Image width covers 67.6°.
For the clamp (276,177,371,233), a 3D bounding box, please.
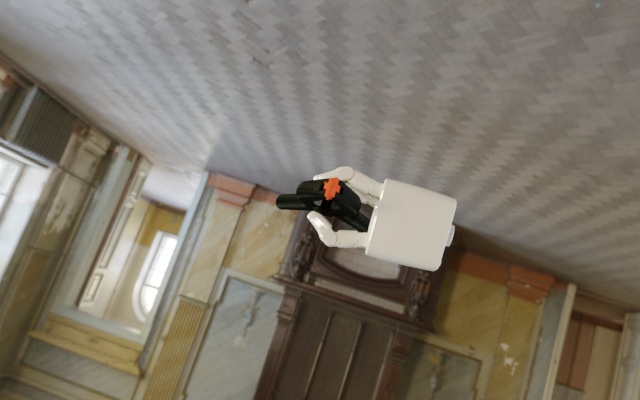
[{"bbox_3d":[0.000,0.003,0.717,0.164,0.036,0.210,13,-12,7],"label":"clamp"}]
